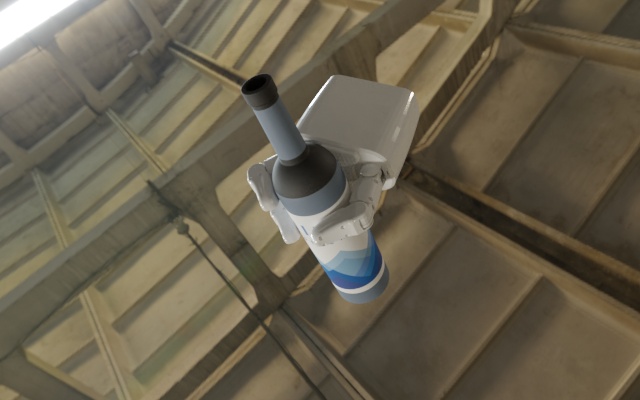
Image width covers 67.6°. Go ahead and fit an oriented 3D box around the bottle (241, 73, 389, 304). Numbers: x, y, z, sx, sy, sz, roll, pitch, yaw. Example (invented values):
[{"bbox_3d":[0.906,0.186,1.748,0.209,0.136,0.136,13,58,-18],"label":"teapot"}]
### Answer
[{"bbox_3d":[0.000,0.002,0.480,0.069,0.069,0.296,0,-40,27],"label":"bottle"}]
